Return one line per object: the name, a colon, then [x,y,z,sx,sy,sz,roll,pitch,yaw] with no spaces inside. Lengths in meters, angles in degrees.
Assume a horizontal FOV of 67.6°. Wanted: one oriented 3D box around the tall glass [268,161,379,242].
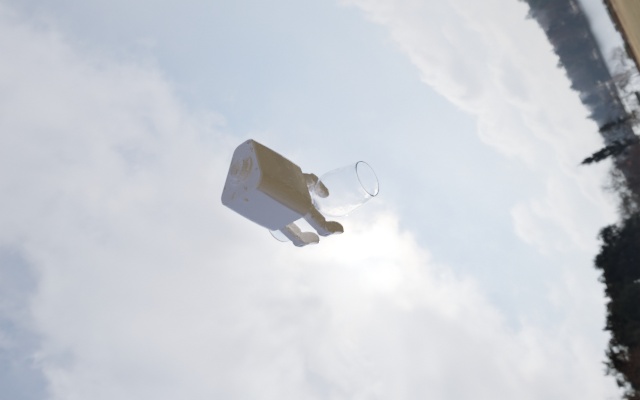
tall glass: [0.000,0.003,0.808,0.201,0.079,0.079,-26,-15,32]
